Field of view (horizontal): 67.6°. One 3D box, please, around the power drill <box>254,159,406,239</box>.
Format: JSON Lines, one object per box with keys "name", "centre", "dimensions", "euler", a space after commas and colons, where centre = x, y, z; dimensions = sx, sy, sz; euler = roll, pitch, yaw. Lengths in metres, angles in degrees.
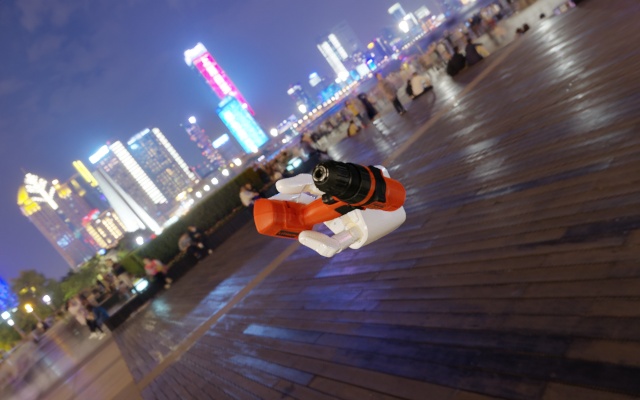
{"name": "power drill", "centre": [0.000, 0.002, 0.652], "dimensions": [0.188, 0.057, 0.184], "euler": [-18, -21, 34]}
